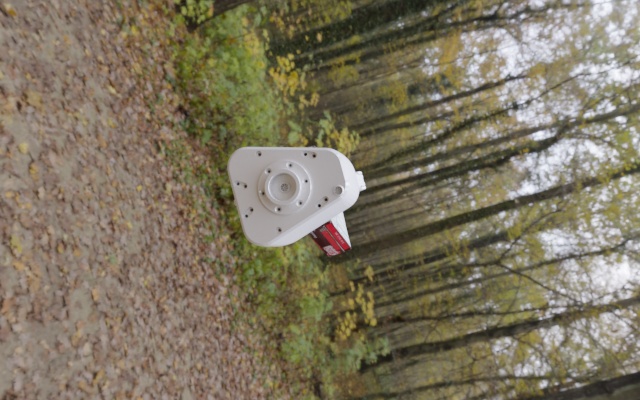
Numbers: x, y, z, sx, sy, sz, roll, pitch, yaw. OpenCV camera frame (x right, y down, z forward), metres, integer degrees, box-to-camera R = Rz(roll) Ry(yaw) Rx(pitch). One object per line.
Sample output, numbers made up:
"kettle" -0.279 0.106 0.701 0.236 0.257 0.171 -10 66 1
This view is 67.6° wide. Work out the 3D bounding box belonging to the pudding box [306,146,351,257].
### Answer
"pudding box" 0.000 0.002 0.593 0.039 0.113 0.090 -17 -32 11
